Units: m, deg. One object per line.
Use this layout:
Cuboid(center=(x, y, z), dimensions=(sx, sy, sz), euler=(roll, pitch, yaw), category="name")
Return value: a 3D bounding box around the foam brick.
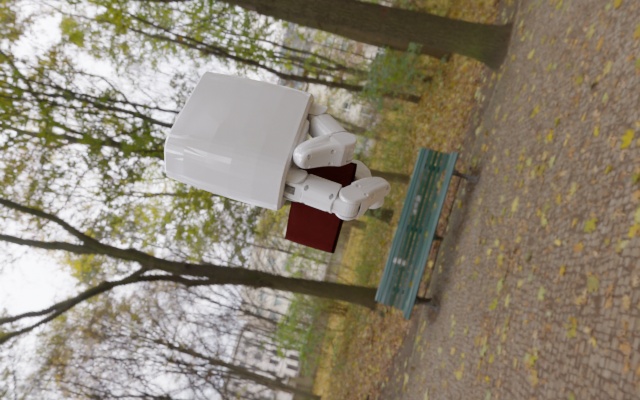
Cuboid(center=(0.000, 0.002, 0.462), dimensions=(0.051, 0.078, 0.053), euler=(14, 39, 1), category="foam brick")
